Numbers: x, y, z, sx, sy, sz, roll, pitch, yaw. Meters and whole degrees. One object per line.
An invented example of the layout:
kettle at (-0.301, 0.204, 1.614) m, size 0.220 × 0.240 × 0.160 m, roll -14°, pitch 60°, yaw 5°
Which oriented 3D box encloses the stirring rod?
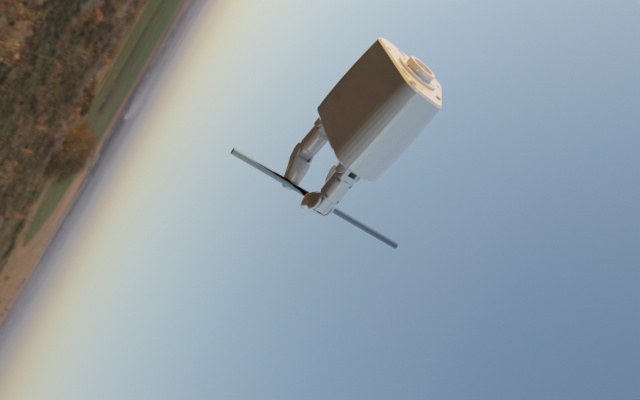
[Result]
stirring rod at (0.000, 0.002, 0.567) m, size 0.239 × 0.011 × 0.011 m, roll 30°, pitch -12°, yaw -22°
